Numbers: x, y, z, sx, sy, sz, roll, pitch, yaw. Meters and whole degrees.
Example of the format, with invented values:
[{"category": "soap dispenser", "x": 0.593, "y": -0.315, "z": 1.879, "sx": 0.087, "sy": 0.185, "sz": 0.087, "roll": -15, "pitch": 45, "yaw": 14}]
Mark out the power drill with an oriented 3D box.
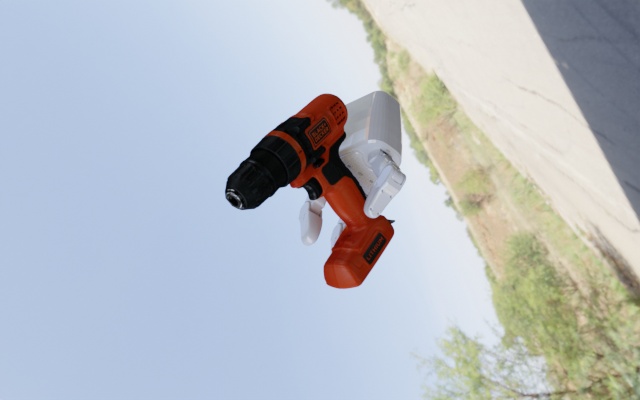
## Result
[{"category": "power drill", "x": 0.000, "y": 0.002, "z": 0.508, "sx": 0.057, "sy": 0.188, "sz": 0.184, "roll": -4, "pitch": 34, "yaw": 43}]
